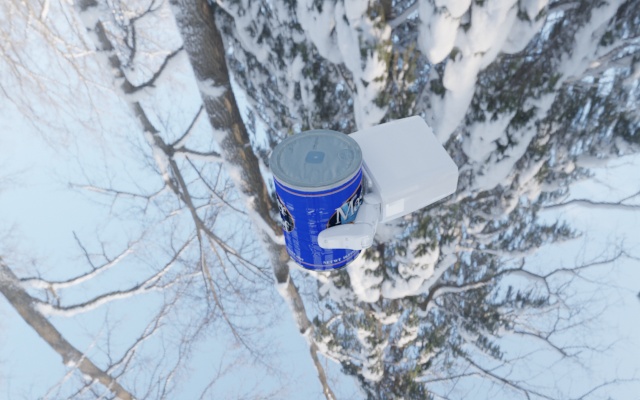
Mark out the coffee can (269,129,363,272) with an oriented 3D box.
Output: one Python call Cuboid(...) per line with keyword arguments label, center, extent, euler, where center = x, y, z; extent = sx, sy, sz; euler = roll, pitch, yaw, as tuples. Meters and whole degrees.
Cuboid(label="coffee can", center=(0.000, 0.002, 0.570), extent=(0.103, 0.140, 0.102), euler=(-3, 43, 3))
